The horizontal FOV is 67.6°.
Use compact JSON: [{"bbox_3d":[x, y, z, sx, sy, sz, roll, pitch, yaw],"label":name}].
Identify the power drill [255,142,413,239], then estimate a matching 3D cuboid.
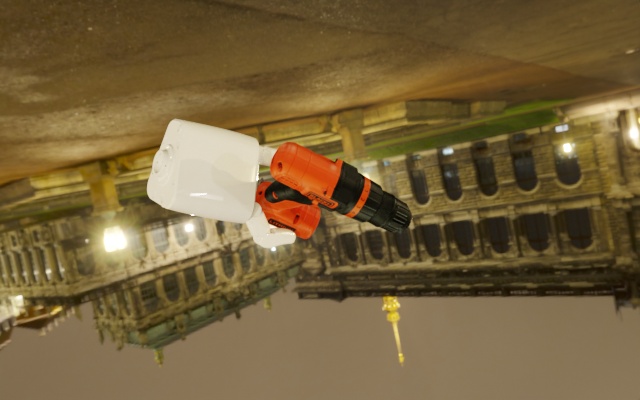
[{"bbox_3d":[0.000,0.002,0.613,0.184,0.057,0.188,28,-24,-18],"label":"power drill"}]
